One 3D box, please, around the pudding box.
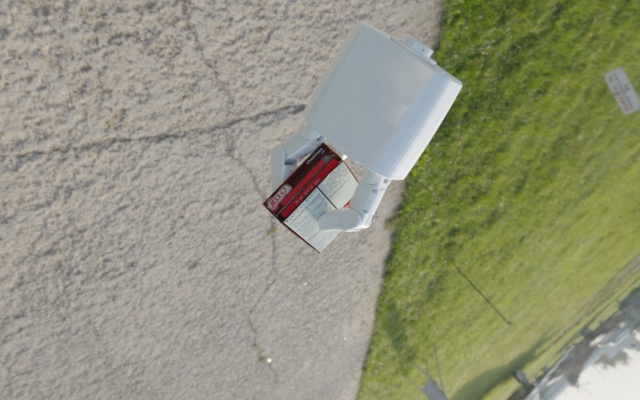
[{"bbox_3d":[0.000,0.002,0.519,0.039,0.090,0.113,44,-2,33],"label":"pudding box"}]
